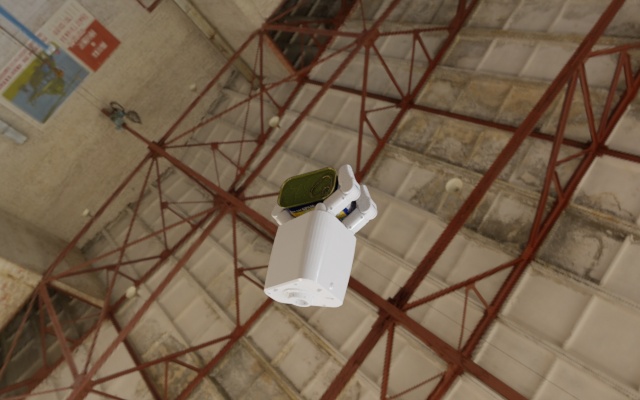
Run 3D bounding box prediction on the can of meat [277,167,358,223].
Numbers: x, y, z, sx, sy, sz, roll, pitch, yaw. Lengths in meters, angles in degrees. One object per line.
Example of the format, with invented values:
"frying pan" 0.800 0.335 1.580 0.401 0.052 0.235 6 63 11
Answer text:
"can of meat" 0.000 0.003 0.733 0.102 0.057 0.084 -13 -40 31
